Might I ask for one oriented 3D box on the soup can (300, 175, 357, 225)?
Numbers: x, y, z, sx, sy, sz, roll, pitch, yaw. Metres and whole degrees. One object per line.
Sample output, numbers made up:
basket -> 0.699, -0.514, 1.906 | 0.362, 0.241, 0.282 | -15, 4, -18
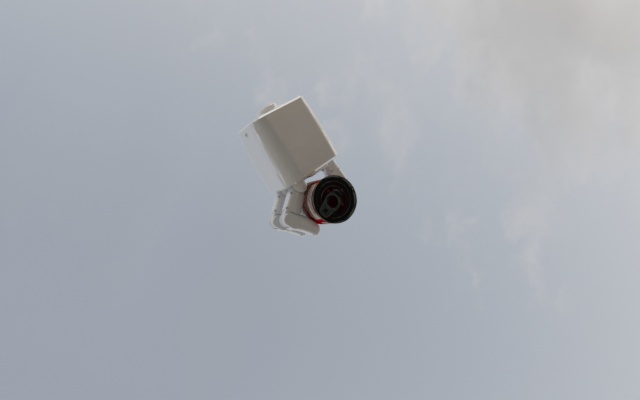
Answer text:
soup can -> 0.000, 0.003, 0.705 | 0.068, 0.068, 0.102 | 0, -4, -24
